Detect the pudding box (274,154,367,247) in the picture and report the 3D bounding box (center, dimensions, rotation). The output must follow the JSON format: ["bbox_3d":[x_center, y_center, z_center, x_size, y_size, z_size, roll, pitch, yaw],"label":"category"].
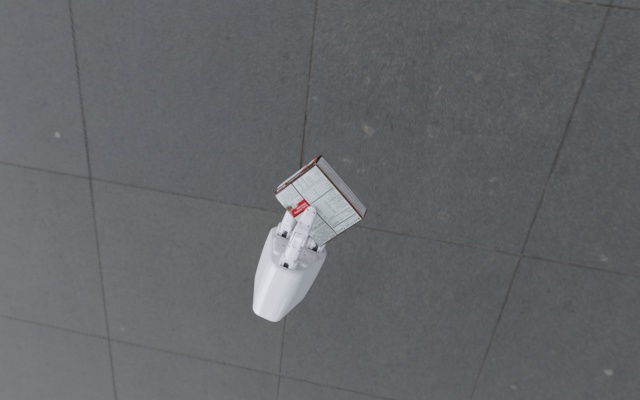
[{"bbox_3d":[0.000,0.002,0.713,0.090,0.113,0.039,-35,15,25],"label":"pudding box"}]
